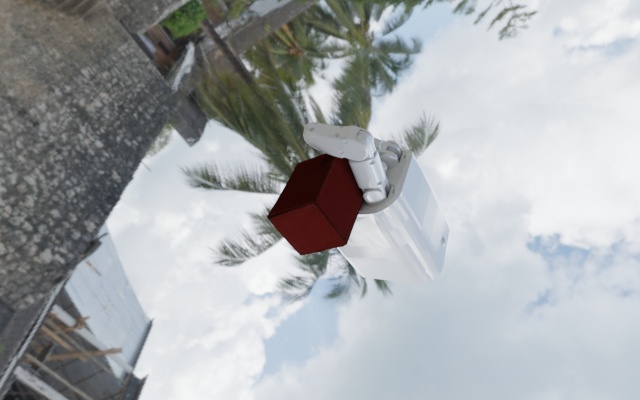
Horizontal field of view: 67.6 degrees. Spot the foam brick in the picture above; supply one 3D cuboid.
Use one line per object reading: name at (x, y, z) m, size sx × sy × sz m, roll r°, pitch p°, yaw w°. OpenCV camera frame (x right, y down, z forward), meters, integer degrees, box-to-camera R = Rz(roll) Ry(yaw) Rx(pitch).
foam brick at (0.000, 0.002, 0.420) m, size 0.053 × 0.051 × 0.078 m, roll -16°, pitch 32°, yaw 34°
